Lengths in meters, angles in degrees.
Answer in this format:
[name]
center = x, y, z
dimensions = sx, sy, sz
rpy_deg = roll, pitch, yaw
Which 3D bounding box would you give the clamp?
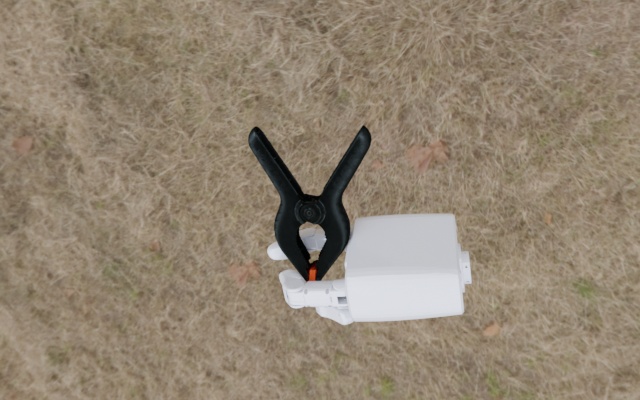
[clamp]
center = 0.000, 0.002, 0.484
dimensions = 0.120, 0.171, 0.039
rpy_deg = -6, 19, 16
